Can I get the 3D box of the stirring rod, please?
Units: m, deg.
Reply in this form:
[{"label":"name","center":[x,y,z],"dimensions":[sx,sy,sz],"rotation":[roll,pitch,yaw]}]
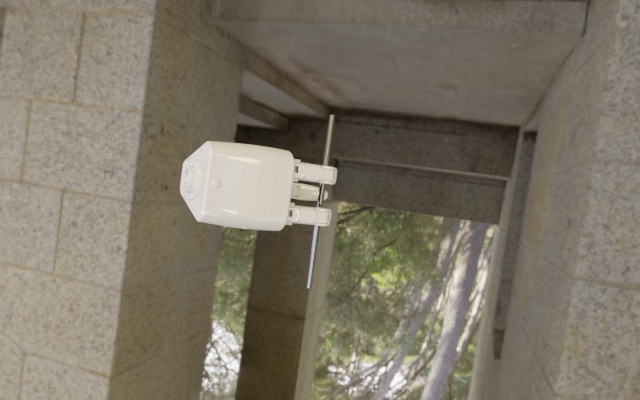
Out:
[{"label":"stirring rod","center":[0.000,0.002,0.660],"dimensions":[0.011,0.239,0.011],"rotation":[8,2,0]}]
